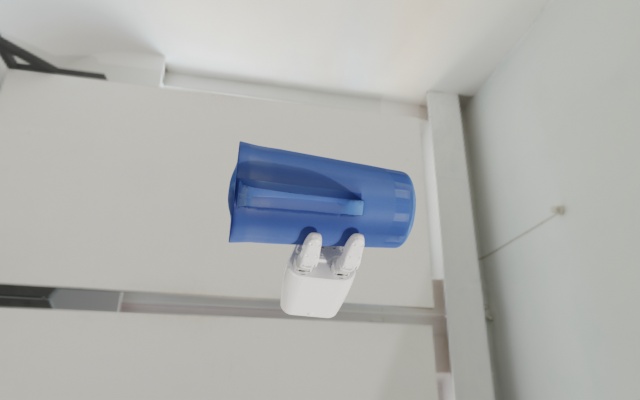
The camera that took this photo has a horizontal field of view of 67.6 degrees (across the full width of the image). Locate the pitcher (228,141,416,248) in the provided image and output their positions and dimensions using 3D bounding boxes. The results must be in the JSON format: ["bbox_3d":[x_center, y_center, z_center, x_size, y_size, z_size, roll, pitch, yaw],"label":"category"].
[{"bbox_3d":[0.000,0.002,0.636,0.243,0.149,0.145,6,-45,-10],"label":"pitcher"}]
